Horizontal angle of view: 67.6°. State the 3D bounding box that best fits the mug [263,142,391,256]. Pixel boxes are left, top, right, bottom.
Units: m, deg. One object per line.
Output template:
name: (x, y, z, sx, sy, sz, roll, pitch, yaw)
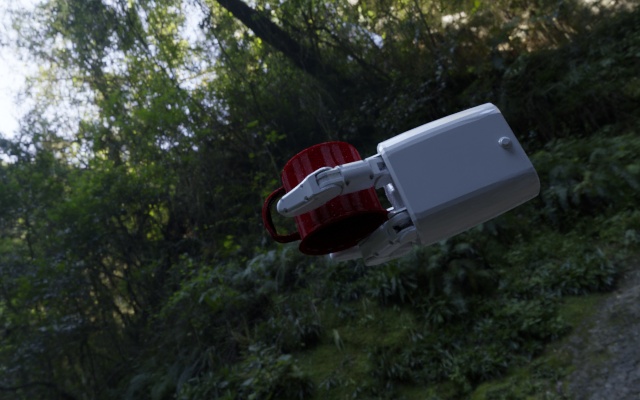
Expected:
mug: (-0.001, 0.002, 0.465, 0.117, 0.081, 0.093, -21, -23, 1)
